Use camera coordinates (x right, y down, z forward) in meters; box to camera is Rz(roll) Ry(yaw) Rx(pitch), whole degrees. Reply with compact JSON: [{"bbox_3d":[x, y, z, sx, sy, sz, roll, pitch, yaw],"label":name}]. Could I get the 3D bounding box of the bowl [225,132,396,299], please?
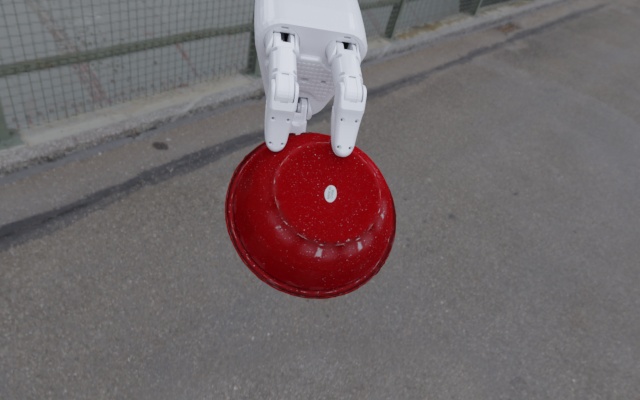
[{"bbox_3d":[0.001,0.002,0.416,0.162,0.162,0.055,0,-19,-15],"label":"bowl"}]
